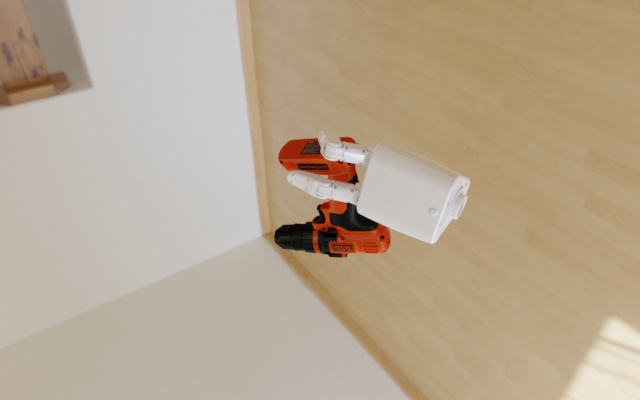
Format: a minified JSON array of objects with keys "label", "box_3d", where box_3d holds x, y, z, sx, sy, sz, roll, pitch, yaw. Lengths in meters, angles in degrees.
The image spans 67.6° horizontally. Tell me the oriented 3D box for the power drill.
[{"label":"power drill","box_3d":[0.000,0.002,0.688,0.184,0.188,0.057,-2,38,19]}]
